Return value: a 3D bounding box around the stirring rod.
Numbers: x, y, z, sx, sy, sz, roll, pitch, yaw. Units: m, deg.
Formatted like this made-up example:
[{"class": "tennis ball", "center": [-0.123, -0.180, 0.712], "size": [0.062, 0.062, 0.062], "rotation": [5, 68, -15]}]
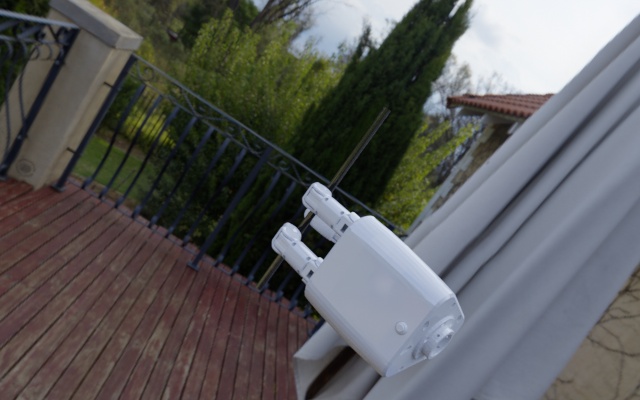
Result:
[{"class": "stirring rod", "center": [0.000, 0.002, 0.513], "size": [0.011, 0.239, 0.011], "rotation": [35, 10, -7]}]
